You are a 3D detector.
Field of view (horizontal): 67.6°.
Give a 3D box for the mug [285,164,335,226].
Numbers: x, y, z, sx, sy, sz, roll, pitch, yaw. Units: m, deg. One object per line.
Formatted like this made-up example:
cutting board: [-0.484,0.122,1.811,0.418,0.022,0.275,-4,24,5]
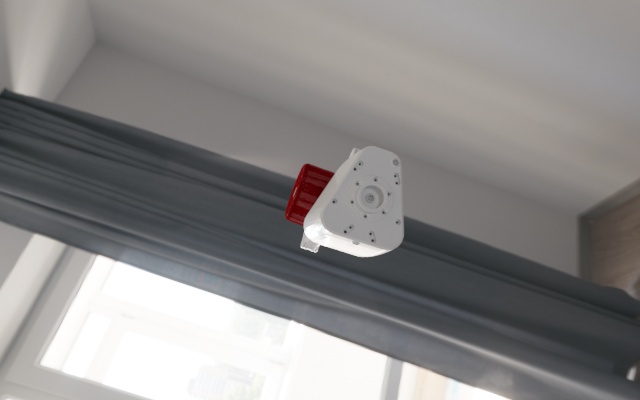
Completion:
mug: [0.000,0.002,0.659,0.081,0.093,0.117,20,-13,-7]
